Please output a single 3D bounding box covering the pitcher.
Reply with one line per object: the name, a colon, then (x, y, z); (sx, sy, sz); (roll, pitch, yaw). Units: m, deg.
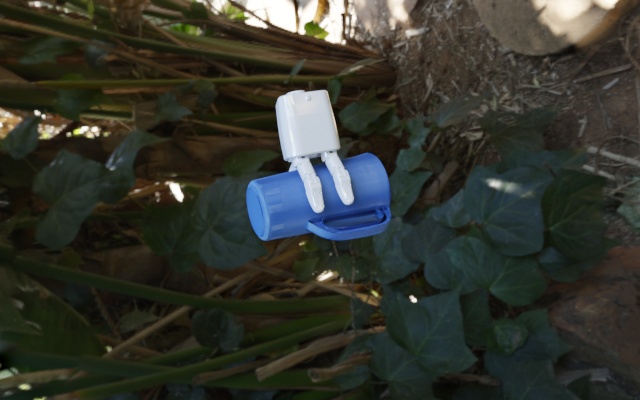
pitcher: (0.000, 0.003, 0.862); (0.243, 0.145, 0.149); (-12, 3, -23)
